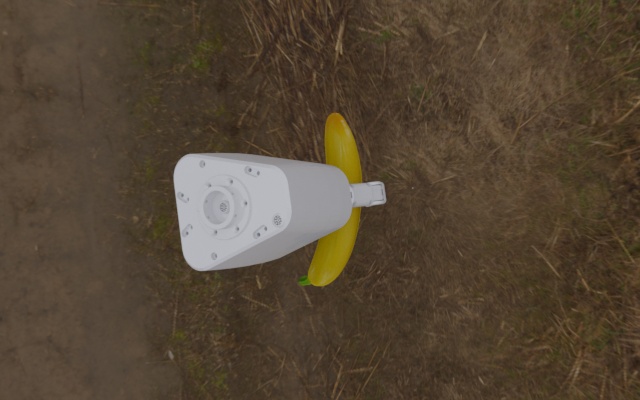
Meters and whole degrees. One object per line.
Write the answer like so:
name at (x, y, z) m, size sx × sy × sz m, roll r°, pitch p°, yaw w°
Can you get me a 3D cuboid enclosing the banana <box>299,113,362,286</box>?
banana at (0.013, 0.010, 0.499) m, size 0.069 × 0.198 × 0.037 m, roll 21°, pitch 15°, yaw 40°
